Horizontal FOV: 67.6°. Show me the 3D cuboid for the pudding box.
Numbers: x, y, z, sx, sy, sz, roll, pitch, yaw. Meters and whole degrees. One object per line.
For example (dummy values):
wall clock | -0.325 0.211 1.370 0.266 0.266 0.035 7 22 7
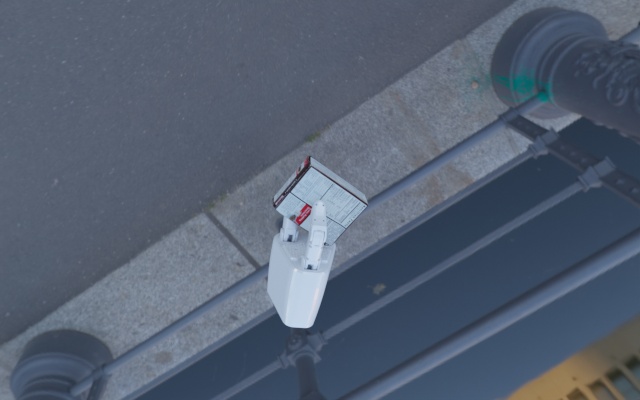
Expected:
pudding box | 0.000 0.002 0.699 0.113 0.090 0.039 34 19 -22
